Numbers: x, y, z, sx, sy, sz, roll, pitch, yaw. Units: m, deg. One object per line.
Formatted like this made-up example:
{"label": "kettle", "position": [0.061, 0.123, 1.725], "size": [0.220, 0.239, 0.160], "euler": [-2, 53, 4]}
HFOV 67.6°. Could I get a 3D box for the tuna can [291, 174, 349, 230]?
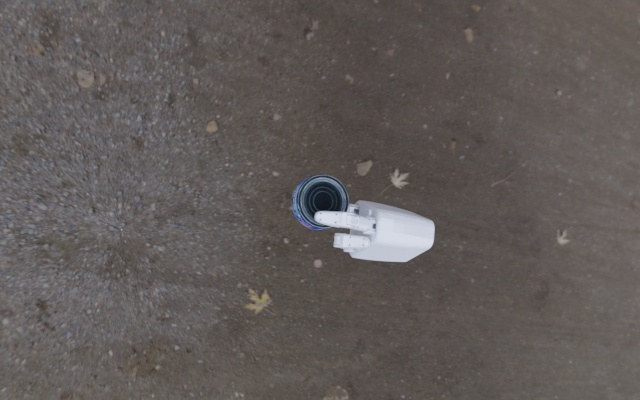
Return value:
{"label": "tuna can", "position": [0.000, 0.002, 0.743], "size": [0.086, 0.086, 0.034], "euler": [0, -4, -17]}
